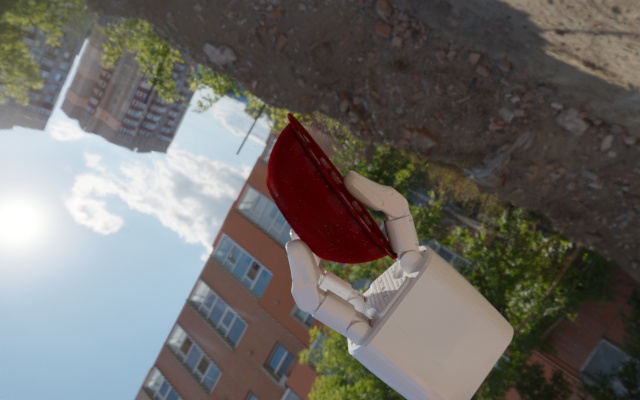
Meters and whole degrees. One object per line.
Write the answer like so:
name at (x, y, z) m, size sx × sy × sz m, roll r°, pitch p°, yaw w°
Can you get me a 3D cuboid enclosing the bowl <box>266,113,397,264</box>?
bowl at (-0.001, 0.001, 0.432) m, size 0.055 × 0.162 × 0.162 m, roll -36°, pitch -5°, yaw 6°
